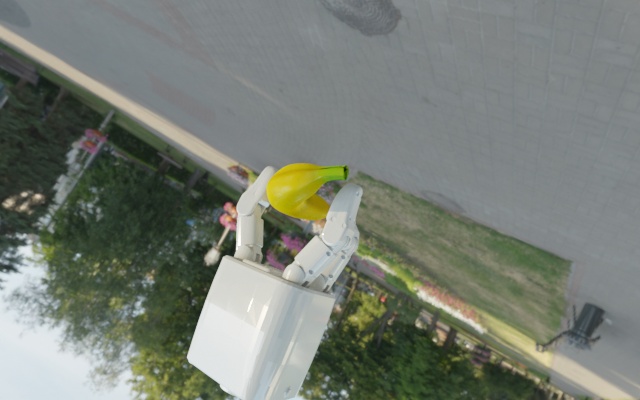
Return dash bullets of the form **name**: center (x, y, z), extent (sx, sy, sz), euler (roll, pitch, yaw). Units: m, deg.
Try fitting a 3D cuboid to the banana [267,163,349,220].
- **banana**: center (-0.018, -0.003, 0.472), extent (0.069, 0.037, 0.198), euler (12, -9, -1)
